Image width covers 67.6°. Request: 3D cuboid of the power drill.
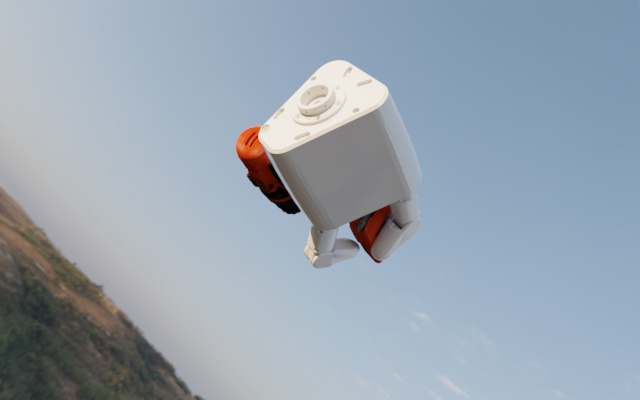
[{"bbox_3d":[0.000,0.002,0.561,0.187,0.057,0.184,27,-13,23],"label":"power drill"}]
